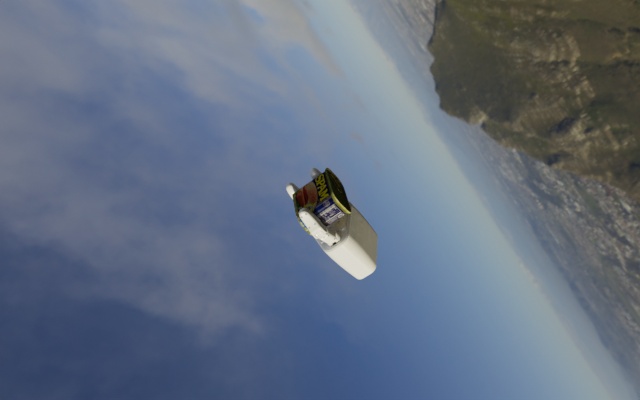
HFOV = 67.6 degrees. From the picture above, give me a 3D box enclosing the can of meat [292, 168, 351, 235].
[{"bbox_3d":[0.000,0.003,0.865,0.084,0.102,0.057,-34,-54,16],"label":"can of meat"}]
